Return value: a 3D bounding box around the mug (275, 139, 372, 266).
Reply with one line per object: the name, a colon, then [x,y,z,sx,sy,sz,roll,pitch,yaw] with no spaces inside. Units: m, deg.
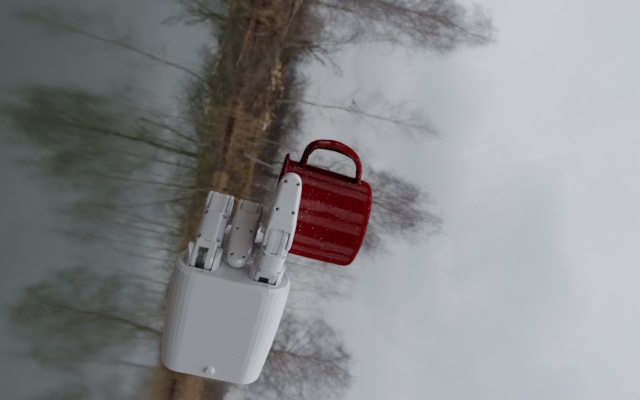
mug: [0.001,0.000,0.431,0.081,0.117,0.093,15,21,-7]
